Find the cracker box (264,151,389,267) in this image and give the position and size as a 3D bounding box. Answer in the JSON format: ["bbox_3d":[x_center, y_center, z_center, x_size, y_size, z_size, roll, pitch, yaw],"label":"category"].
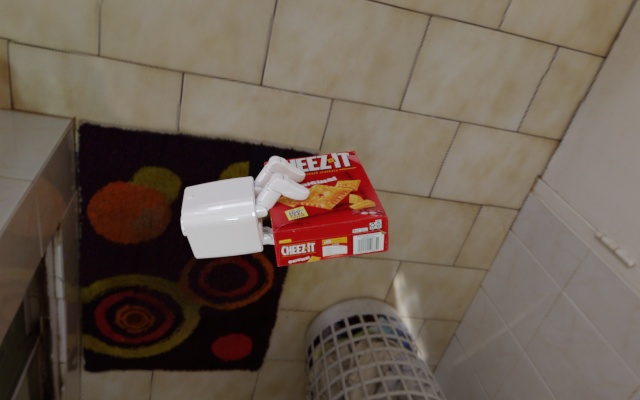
[{"bbox_3d":[0.000,0.003,0.751,0.164,0.072,0.213,-7,33,-6],"label":"cracker box"}]
